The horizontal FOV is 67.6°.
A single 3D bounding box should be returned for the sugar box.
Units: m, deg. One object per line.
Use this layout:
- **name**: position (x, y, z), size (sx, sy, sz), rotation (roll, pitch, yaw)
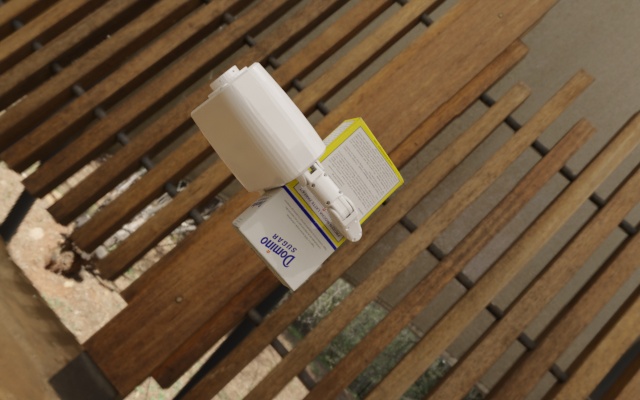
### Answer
- **sugar box**: position (0.000, 0.001, 0.516), size (0.176, 0.093, 0.048), rotation (-42, 18, -12)
